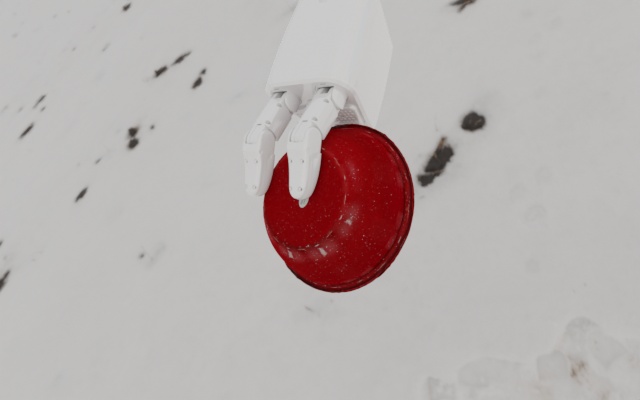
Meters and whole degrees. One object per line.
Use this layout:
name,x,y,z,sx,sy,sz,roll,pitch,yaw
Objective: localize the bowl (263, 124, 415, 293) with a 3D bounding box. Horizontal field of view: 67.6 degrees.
bowl,0.000,0.003,0.431,0.162,0.162,0.055,0,-9,37
